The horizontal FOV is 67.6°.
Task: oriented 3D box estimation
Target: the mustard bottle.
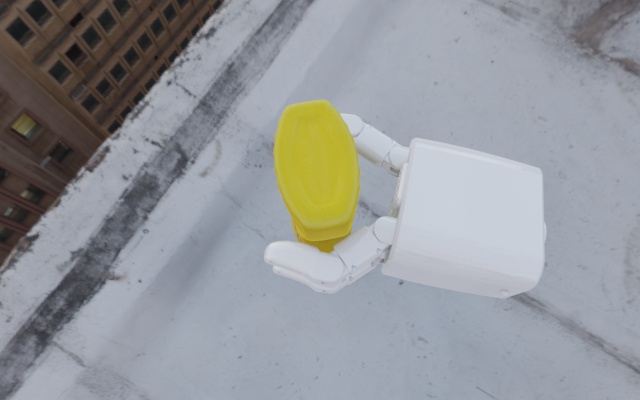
[{"bbox_3d":[0.000,0.001,0.408,0.058,0.096,0.192,-11,-18,-2],"label":"mustard bottle"}]
